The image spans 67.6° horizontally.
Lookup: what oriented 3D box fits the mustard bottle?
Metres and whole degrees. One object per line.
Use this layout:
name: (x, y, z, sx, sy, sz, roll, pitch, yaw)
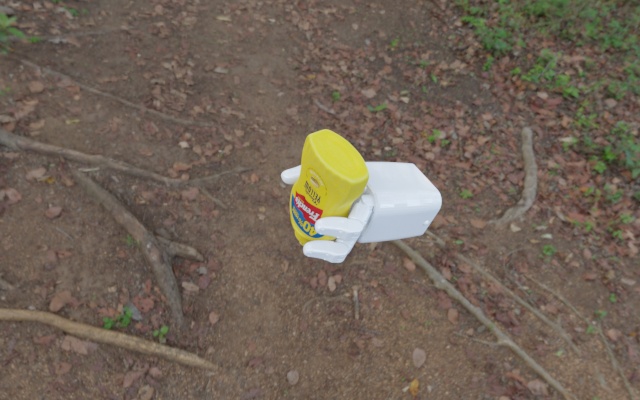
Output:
mustard bottle: (0.000, 0.002, 0.655, 0.058, 0.096, 0.192, -25, -28, -33)
